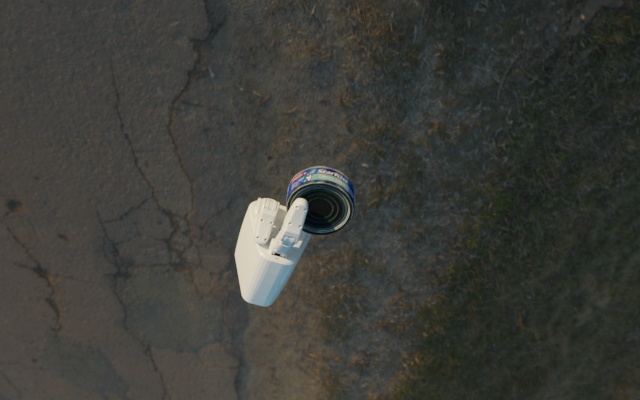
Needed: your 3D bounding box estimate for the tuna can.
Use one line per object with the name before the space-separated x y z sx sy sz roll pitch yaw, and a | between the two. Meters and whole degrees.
tuna can | 0.000 0.002 0.592 0.086 0.086 0.033 0 37 4
